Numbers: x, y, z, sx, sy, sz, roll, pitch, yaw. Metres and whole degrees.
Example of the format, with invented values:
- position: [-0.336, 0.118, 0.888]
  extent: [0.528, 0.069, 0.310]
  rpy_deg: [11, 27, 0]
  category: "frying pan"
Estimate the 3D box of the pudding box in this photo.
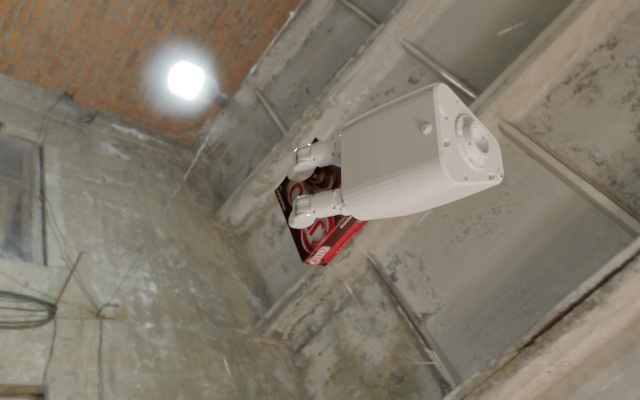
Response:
- position: [0.000, 0.002, 0.524]
  extent: [0.039, 0.113, 0.090]
  rpy_deg: [17, -54, -38]
  category: "pudding box"
